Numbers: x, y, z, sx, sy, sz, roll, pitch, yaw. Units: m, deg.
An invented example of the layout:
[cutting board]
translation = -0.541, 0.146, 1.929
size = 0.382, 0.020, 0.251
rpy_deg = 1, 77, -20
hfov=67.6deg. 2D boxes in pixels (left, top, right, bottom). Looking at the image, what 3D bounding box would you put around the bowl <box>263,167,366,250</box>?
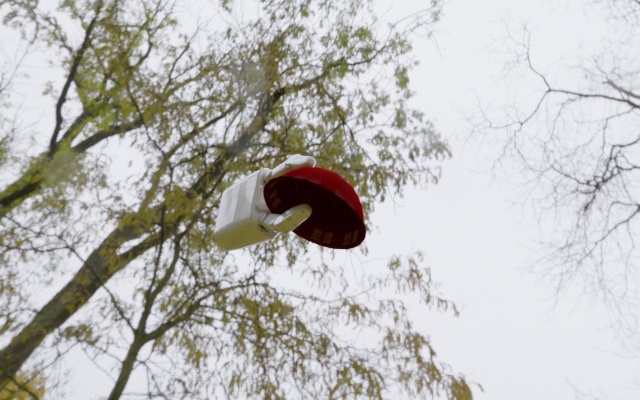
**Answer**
[bowl]
translation = 0.001, 0.002, 0.694
size = 0.162, 0.055, 0.162
rpy_deg = 21, -32, 14
